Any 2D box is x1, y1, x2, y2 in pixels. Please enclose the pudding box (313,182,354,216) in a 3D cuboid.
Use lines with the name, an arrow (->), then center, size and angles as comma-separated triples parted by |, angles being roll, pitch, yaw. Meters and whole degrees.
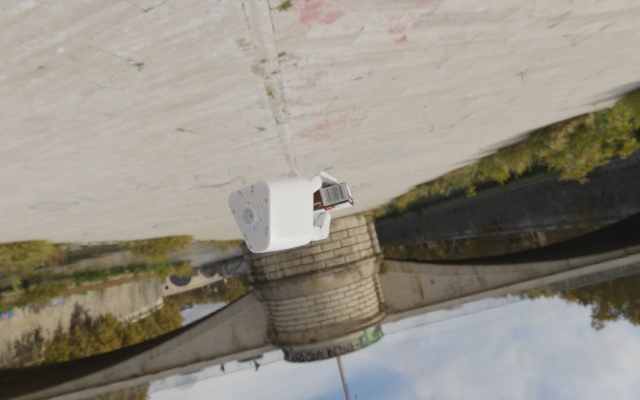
pudding box -> 0.000, 0.003, 0.867 | 0.113, 0.039, 0.090 | -14, -6, 7
